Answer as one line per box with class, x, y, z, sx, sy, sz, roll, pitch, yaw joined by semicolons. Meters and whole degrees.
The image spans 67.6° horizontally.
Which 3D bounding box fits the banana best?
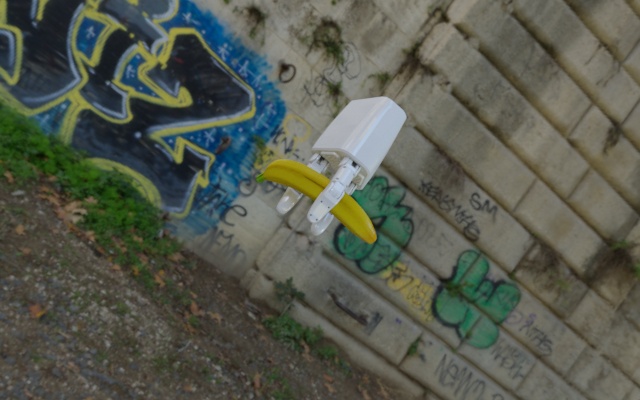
banana;-0.001;-0.008;0.670;0.198;0.037;0.070;30;-25;10
